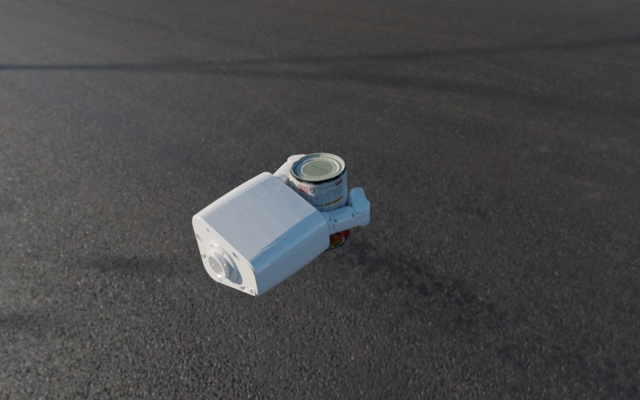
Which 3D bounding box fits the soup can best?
[{"bbox_3d":[0.000,0.001,0.583,0.068,0.102,0.068,-3,34,2],"label":"soup can"}]
